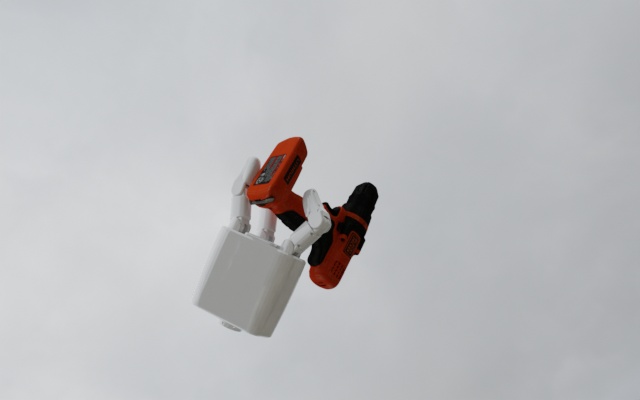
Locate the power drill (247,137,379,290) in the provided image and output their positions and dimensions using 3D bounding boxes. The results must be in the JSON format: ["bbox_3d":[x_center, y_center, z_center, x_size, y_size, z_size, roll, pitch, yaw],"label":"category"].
[{"bbox_3d":[0.000,0.002,0.665,0.057,0.184,0.188,-10,-48,46],"label":"power drill"}]
